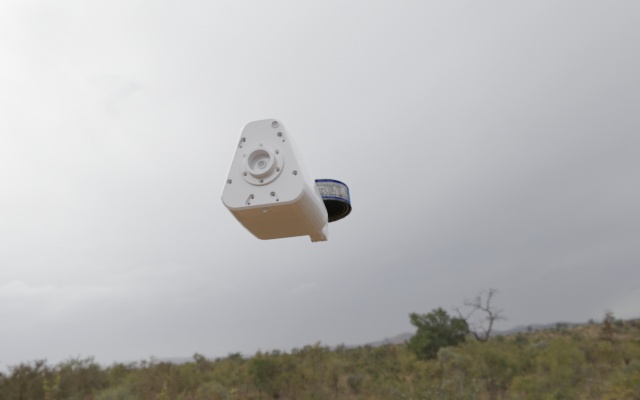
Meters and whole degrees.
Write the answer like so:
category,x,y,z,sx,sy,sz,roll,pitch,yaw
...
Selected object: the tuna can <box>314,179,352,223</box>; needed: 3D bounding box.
category,x,y,z,sx,sy,sz,roll,pitch,yaw
tuna can,0.000,0.002,0.675,0.086,0.033,0.086,-5,-24,-2
